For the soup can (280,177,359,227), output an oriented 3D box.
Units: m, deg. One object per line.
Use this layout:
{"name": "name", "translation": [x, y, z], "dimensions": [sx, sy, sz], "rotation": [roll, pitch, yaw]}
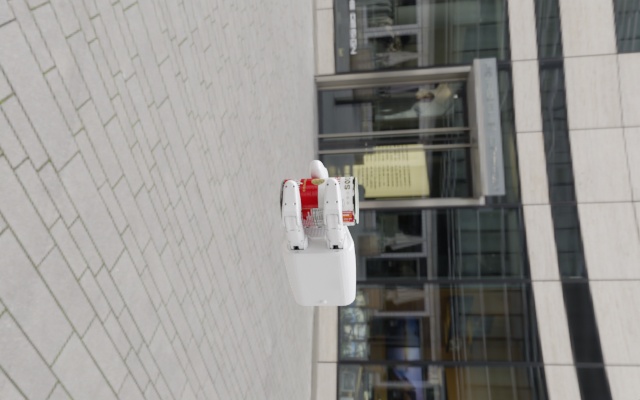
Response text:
{"name": "soup can", "translation": [0.000, 0.002, 0.663], "dimensions": [0.102, 0.068, 0.068], "rotation": [-2, 0, 8]}
